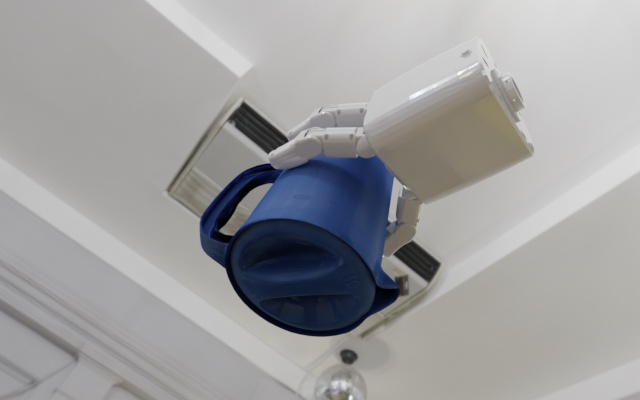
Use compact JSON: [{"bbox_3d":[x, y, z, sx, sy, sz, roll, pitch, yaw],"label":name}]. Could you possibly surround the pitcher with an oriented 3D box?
[{"bbox_3d":[0.000,0.002,0.488,0.145,0.149,0.242,-28,22,31],"label":"pitcher"}]
